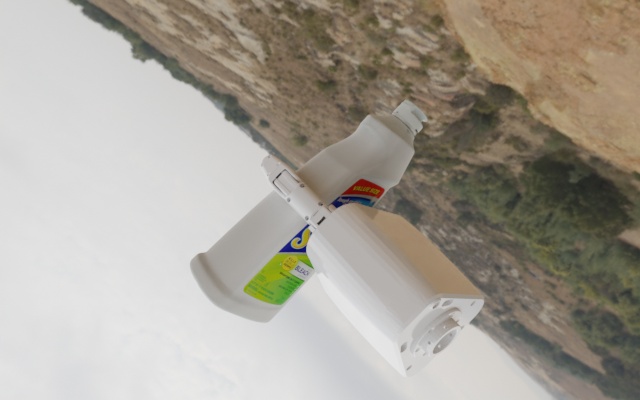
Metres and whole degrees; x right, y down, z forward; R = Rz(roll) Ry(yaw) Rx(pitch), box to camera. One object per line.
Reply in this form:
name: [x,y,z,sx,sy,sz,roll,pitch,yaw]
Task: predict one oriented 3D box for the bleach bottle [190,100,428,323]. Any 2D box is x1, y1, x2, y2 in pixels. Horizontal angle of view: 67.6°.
bleach bottle: [0.000,0.002,0.450,0.068,0.251,0.103,46,3,38]
